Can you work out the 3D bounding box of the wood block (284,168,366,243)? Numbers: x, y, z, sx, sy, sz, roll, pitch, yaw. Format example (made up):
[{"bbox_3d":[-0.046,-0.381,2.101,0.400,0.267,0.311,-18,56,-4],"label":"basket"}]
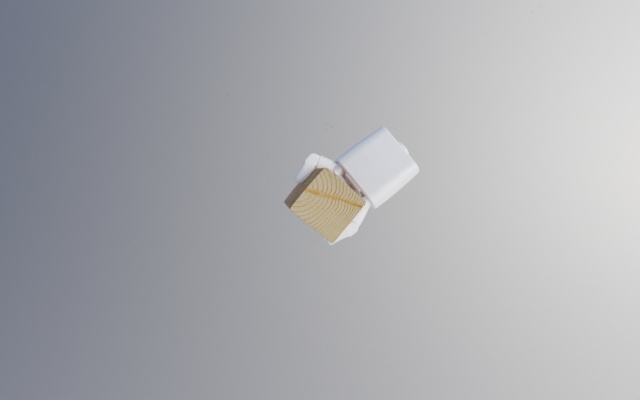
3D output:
[{"bbox_3d":[0.000,0.002,0.852,0.091,0.090,0.206,40,-2,-7],"label":"wood block"}]
